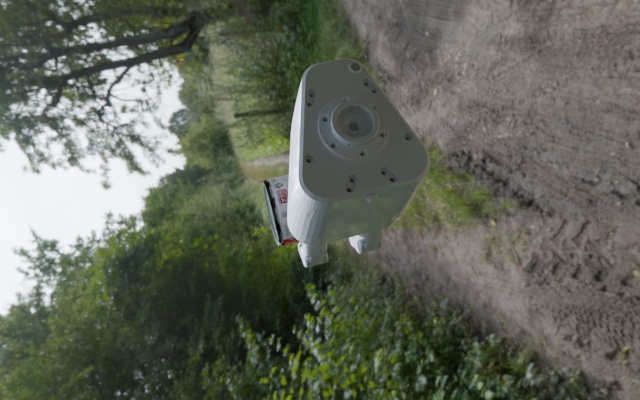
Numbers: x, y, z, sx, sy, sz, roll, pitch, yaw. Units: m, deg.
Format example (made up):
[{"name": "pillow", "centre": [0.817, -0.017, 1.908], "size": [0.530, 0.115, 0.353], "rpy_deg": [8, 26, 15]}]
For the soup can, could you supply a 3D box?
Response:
[{"name": "soup can", "centre": [0.000, 0.002, 0.471], "size": [0.102, 0.068, 0.068], "rpy_deg": [-14, 2, -10]}]
